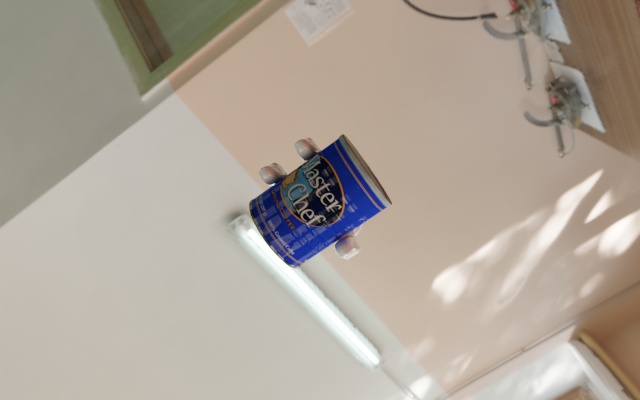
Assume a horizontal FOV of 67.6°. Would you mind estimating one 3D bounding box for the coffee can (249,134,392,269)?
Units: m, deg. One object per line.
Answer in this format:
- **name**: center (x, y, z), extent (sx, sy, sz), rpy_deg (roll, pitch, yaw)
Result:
- **coffee can**: center (0.000, 0.002, 0.578), extent (0.140, 0.103, 0.103), rpy_deg (-35, -7, 10)
